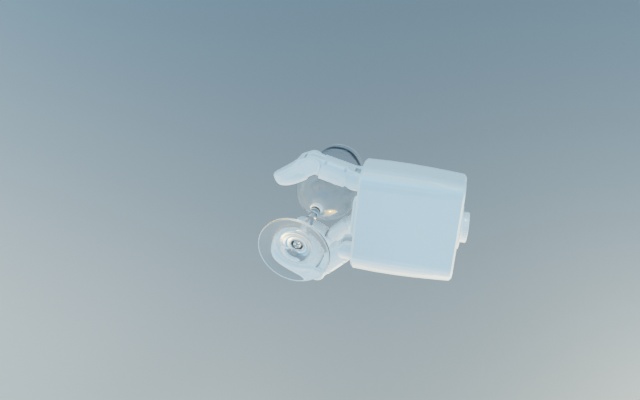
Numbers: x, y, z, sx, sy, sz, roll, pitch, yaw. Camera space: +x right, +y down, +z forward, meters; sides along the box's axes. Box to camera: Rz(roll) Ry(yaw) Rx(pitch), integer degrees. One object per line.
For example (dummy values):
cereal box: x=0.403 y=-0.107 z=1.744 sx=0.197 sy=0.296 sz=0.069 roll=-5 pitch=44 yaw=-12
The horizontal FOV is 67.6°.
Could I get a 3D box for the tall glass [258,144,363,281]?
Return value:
tall glass: x=0.000 y=0.002 z=0.549 sx=0.079 sy=0.079 sz=0.201 roll=0 pitch=29 yaw=17
